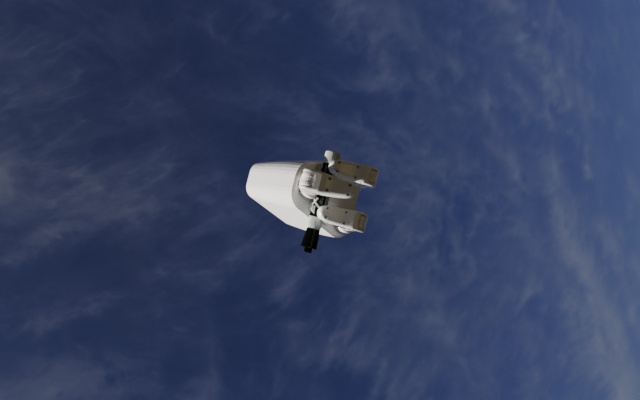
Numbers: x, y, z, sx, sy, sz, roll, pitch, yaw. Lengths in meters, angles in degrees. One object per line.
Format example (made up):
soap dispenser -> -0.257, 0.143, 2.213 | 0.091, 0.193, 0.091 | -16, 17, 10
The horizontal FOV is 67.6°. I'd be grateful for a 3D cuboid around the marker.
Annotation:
marker -> 0.000, 0.002, 0.557 | 0.020, 0.121, 0.020 | 15, -6, 1
